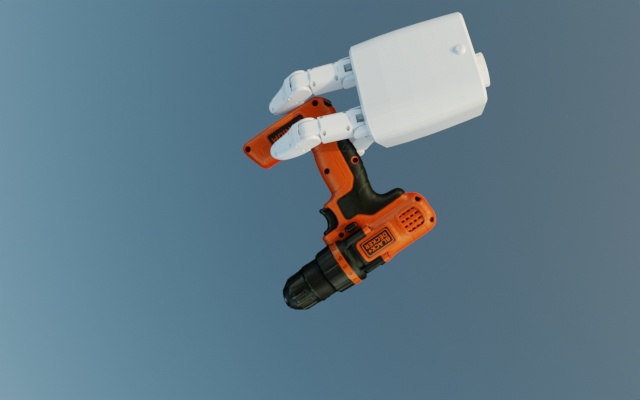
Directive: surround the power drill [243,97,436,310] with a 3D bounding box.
[{"bbox_3d":[0.000,0.001,0.508,0.184,0.187,0.057,-35,1,3],"label":"power drill"}]
